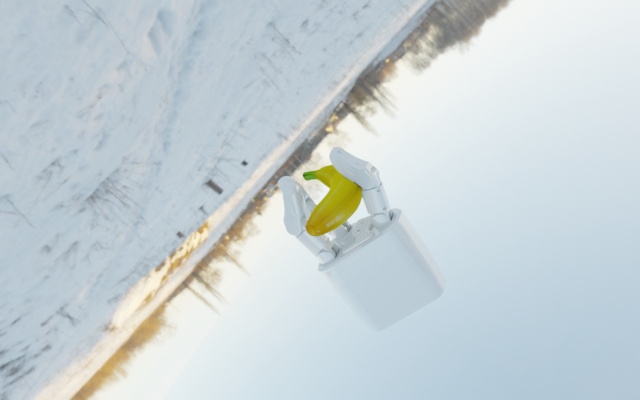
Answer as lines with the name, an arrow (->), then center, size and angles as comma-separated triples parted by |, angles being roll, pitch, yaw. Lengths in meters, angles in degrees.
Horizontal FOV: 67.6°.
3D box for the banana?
banana -> 0.017, -0.007, 0.544 | 0.069, 0.037, 0.197 | -26, 16, 6
